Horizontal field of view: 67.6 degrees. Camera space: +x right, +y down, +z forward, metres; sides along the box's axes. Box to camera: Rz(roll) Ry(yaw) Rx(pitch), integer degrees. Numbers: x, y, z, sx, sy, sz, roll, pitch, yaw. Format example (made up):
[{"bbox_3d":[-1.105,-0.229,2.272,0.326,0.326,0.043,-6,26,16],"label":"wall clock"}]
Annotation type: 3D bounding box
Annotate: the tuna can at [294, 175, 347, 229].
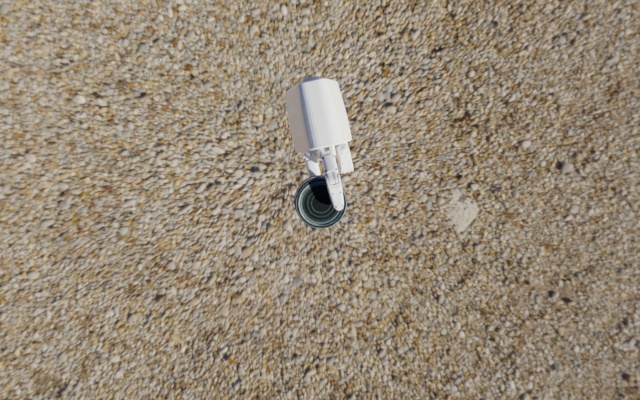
[{"bbox_3d":[0.000,0.003,0.780,0.086,0.086,0.033,0,9,-5],"label":"tuna can"}]
